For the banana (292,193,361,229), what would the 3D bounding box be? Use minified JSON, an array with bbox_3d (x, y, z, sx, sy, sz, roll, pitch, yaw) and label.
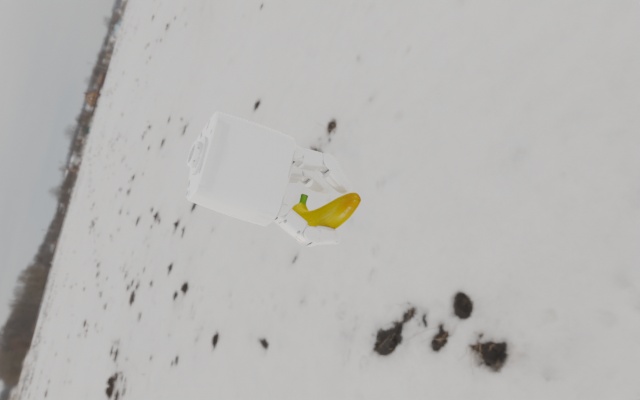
[{"bbox_3d":[-0.007,0.020,0.682,0.037,0.069,0.198,22,-8,-23],"label":"banana"}]
